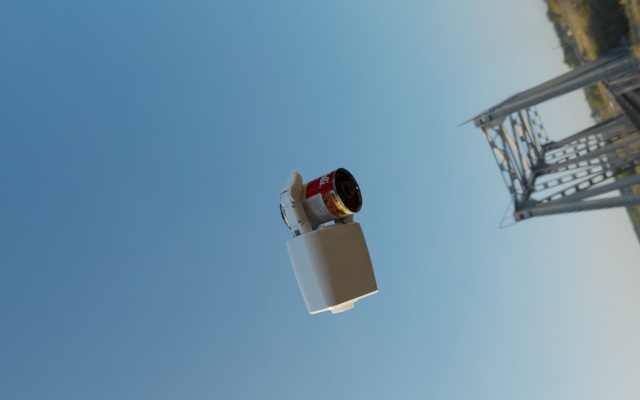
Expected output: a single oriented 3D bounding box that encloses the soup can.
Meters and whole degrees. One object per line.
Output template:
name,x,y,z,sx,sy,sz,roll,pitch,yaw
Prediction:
soup can,0.000,0.002,0.692,0.102,0.068,0.068,-23,-13,32
